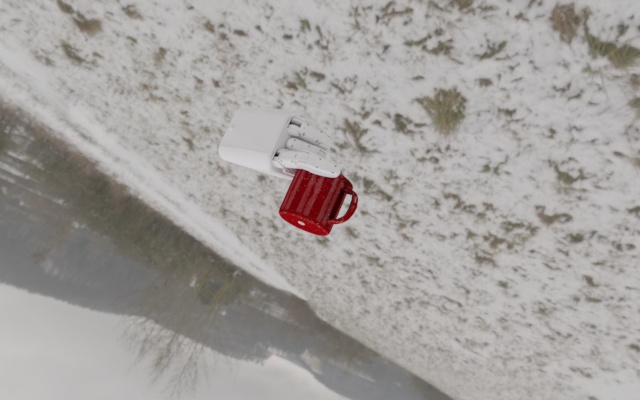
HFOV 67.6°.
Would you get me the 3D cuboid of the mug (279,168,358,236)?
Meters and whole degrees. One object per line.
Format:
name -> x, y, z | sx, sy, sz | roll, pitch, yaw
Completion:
mug -> 0.001, 0.003, 0.690 | 0.117, 0.081, 0.093 | 14, -18, 32
